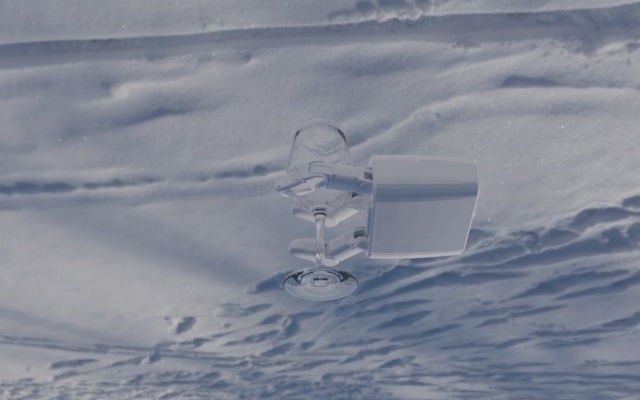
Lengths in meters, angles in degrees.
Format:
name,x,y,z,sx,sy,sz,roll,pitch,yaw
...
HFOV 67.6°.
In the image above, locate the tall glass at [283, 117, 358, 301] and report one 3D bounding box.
name,x,y,z,sx,sy,sz,roll,pitch,yaw
tall glass,0.000,0.002,0.525,0.079,0.201,0.079,0,-35,0
